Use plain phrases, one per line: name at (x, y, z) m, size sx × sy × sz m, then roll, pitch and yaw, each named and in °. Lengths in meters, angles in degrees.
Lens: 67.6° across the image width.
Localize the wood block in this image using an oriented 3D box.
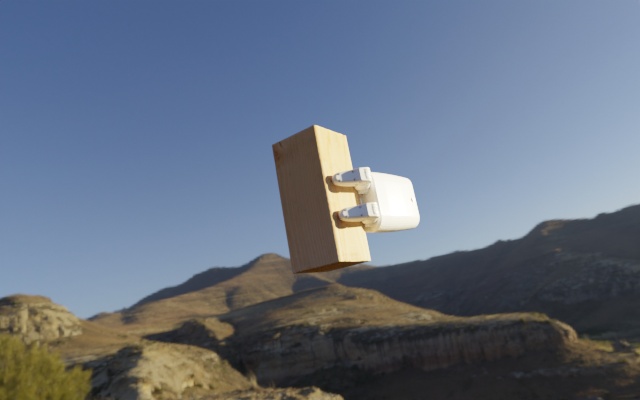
wood block at (0.000, 0.002, 0.741) m, size 0.091 × 0.206 × 0.090 m, roll -20°, pitch -17°, yaw 34°
